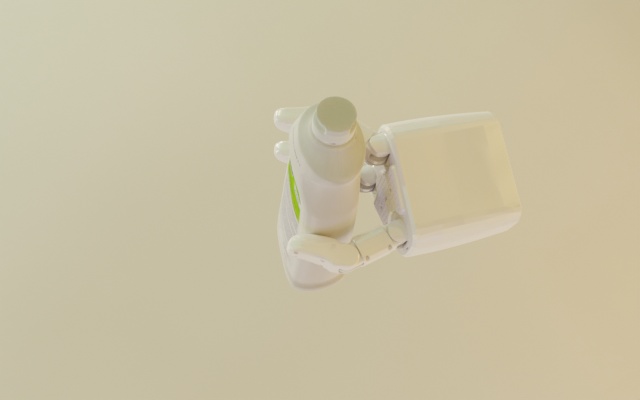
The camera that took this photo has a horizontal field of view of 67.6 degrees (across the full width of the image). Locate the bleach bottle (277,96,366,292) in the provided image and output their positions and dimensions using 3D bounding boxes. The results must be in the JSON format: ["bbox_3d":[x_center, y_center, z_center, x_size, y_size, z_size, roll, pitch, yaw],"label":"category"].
[{"bbox_3d":[0.000,0.001,0.431,0.068,0.102,0.251,-11,-23,-12],"label":"bleach bottle"}]
